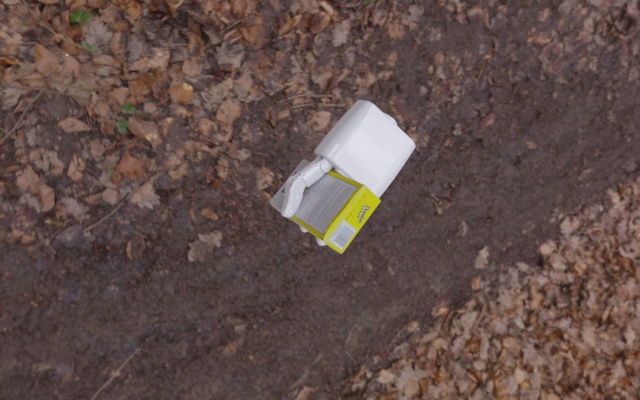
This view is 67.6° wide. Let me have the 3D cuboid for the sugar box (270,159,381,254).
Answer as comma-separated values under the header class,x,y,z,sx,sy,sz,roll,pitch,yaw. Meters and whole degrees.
class,x,y,z,sx,sy,sz,roll,pitch,yaw
sugar box,0.001,0.003,0.699,0.048,0.093,0.176,41,-6,-31
